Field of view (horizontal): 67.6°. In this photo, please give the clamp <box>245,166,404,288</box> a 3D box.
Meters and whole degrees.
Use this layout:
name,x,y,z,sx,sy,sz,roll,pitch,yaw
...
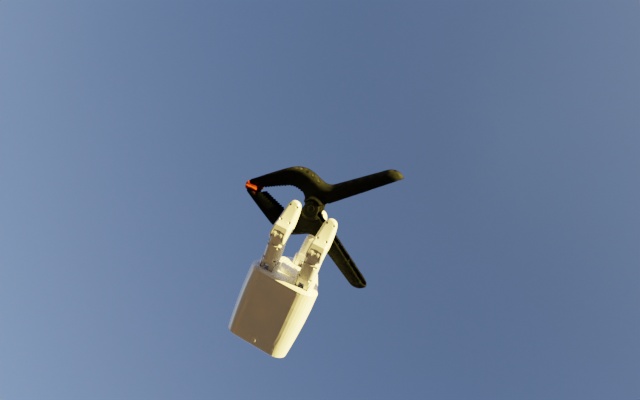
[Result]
name,x,y,z,sx,sy,sz,roll,pitch,yaw
clamp,0.000,0.002,0.649,0.210,0.164,0.036,27,9,12
